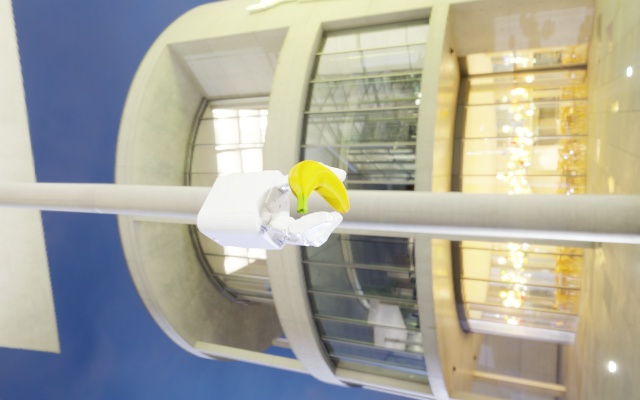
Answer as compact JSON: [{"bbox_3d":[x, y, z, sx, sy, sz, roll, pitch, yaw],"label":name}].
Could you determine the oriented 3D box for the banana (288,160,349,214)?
[{"bbox_3d":[-0.002,-0.017,0.631,0.037,0.069,0.198,-5,-2,20],"label":"banana"}]
